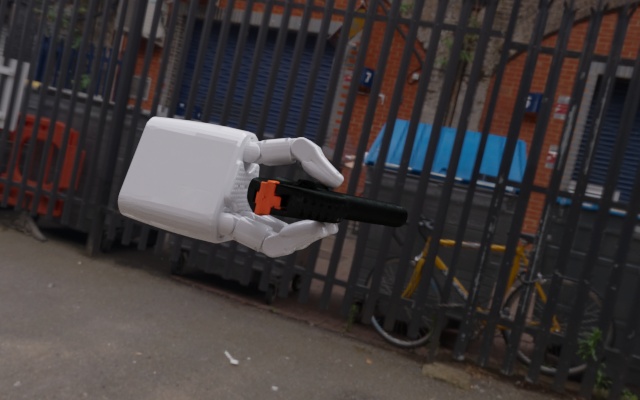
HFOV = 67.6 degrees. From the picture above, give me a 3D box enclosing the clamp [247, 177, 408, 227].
[{"bbox_3d":[0.000,0.001,0.464,0.164,0.036,0.210,13,3,12],"label":"clamp"}]
